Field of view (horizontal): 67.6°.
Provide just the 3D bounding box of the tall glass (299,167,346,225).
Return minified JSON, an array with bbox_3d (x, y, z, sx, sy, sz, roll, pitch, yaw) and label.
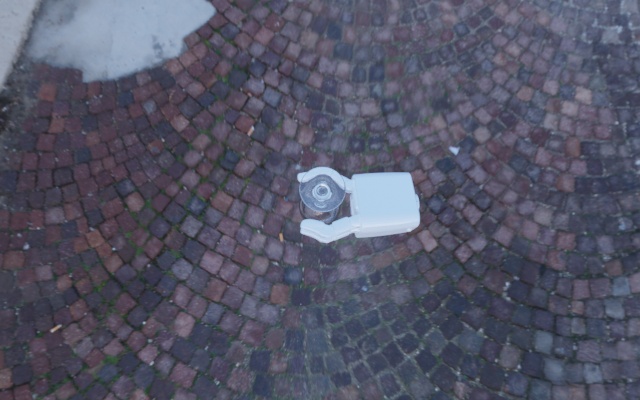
[{"bbox_3d":[0.000,0.003,0.856,0.079,0.079,0.201,0,-12,-2],"label":"tall glass"}]
